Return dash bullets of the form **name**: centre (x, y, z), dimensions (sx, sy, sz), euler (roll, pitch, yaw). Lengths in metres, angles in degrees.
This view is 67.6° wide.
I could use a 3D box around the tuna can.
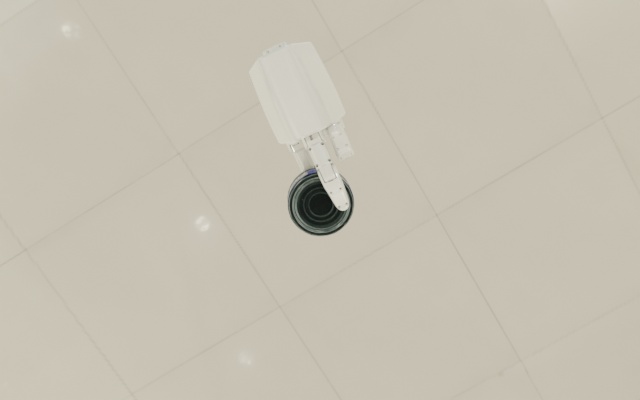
- **tuna can**: centre (0.000, 0.002, 0.615), dimensions (0.086, 0.086, 0.033), euler (0, 14, -3)
